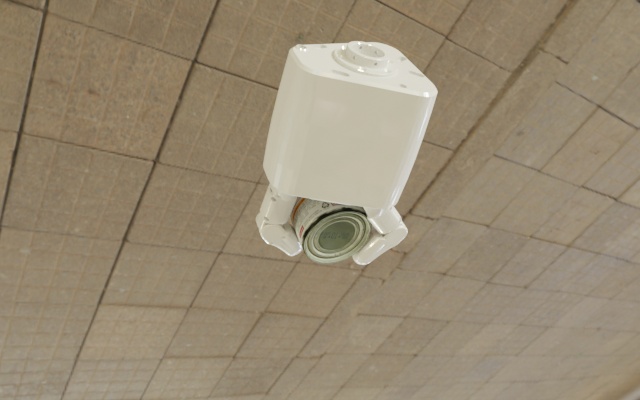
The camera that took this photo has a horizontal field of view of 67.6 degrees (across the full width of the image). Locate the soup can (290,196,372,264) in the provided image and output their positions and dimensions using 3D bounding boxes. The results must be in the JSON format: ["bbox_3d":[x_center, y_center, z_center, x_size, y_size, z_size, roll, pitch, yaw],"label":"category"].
[{"bbox_3d":[0.000,0.002,0.460,0.068,0.068,0.102,0,40,-25],"label":"soup can"}]
